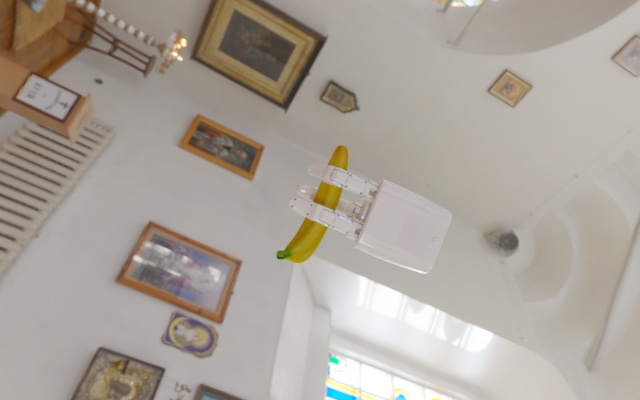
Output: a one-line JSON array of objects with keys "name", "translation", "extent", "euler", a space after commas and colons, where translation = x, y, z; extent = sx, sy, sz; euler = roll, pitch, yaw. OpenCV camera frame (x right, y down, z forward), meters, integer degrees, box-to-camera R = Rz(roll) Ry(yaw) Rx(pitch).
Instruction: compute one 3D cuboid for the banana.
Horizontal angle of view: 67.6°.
[{"name": "banana", "translation": [-0.001, 0.014, 0.670], "extent": [0.037, 0.197, 0.070], "euler": [21, -27, 12]}]
